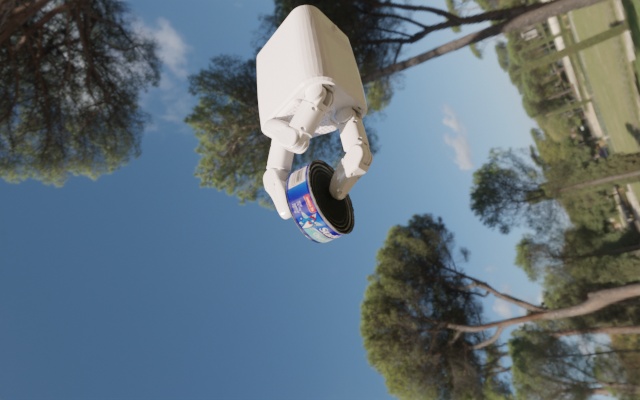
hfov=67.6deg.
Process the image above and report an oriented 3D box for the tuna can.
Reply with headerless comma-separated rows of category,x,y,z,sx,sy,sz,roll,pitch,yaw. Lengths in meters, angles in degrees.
tuna can,0.000,0.002,0.511,0.034,0.086,0.086,-25,-12,26
